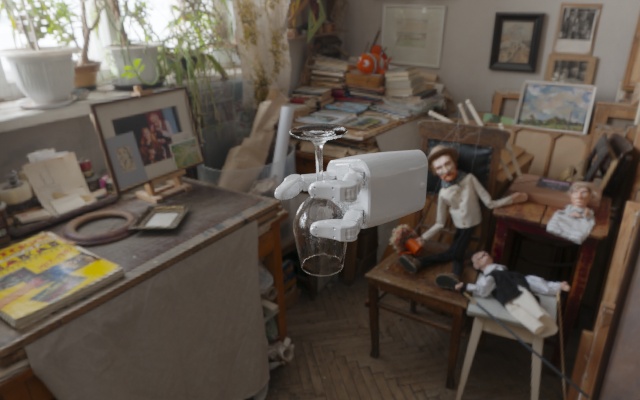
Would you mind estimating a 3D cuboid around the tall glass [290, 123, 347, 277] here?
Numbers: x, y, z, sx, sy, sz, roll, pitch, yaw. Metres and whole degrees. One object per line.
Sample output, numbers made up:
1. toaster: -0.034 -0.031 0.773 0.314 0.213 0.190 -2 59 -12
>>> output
1. tall glass: 0.000 0.002 0.649 0.079 0.201 0.079 -1 23 0
